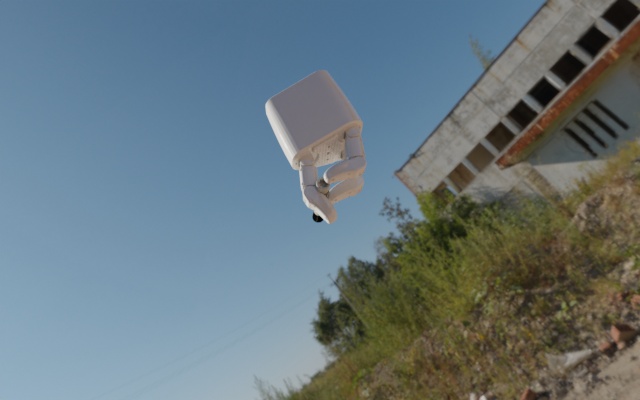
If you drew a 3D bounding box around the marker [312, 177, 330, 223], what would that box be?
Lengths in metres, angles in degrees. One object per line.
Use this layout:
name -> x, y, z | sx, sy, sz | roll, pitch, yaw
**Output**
marker -> 0.000, 0.002, 0.693 | 0.020, 0.020, 0.121 | 0, -25, -4
